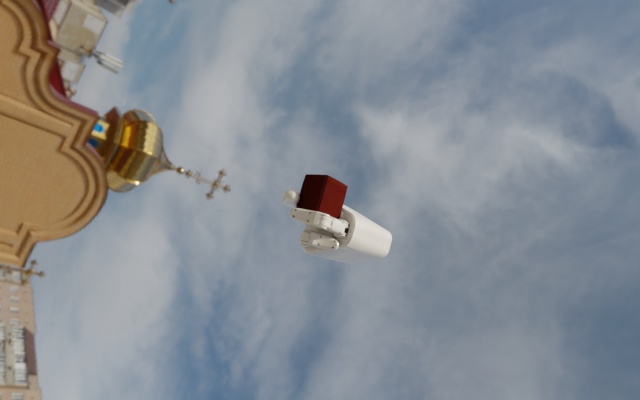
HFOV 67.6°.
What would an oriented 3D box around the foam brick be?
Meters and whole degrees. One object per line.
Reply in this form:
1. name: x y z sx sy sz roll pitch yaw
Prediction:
1. foam brick: 0.000 0.002 0.759 0.051 0.078 0.053 22 -10 -42
